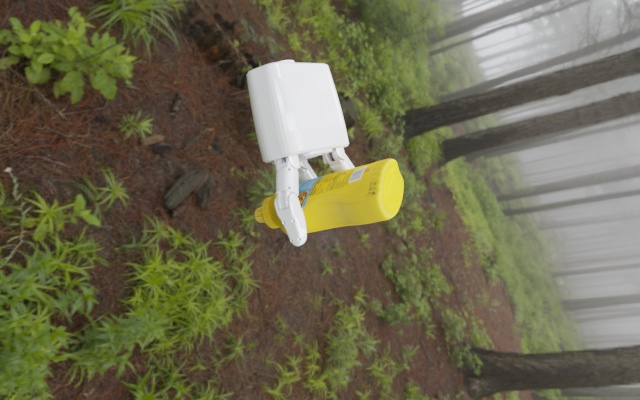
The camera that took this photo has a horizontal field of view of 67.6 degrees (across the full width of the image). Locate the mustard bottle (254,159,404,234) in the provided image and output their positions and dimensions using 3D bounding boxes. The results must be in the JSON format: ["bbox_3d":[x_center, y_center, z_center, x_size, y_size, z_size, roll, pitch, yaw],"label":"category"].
[{"bbox_3d":[0.000,0.002,0.585,0.191,0.058,0.096,-12,27,28],"label":"mustard bottle"}]
